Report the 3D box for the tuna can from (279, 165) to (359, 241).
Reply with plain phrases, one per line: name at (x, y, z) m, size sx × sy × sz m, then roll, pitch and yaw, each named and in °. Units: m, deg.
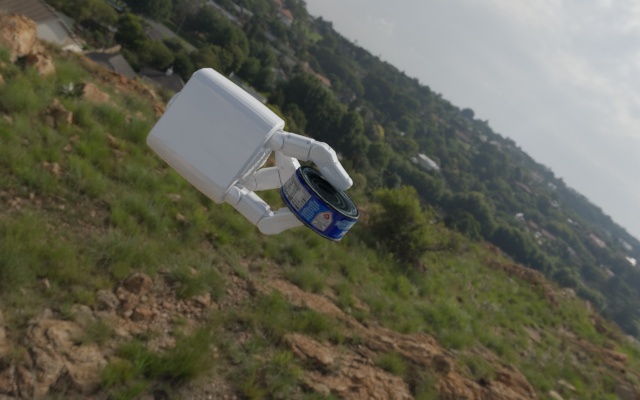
tuna can at (0.000, 0.001, 0.510) m, size 0.086 × 0.034 × 0.086 m, roll 37°, pitch 17°, yaw -13°
